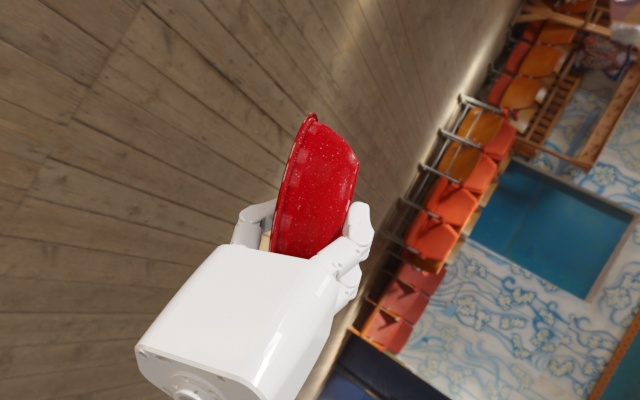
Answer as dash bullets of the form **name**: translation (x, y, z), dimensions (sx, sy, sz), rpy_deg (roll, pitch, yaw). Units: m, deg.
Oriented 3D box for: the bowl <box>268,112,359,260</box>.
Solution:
- **bowl**: translation (0.001, 0.001, 0.455), dimensions (0.055, 0.162, 0.162), rpy_deg (13, 1, 5)
